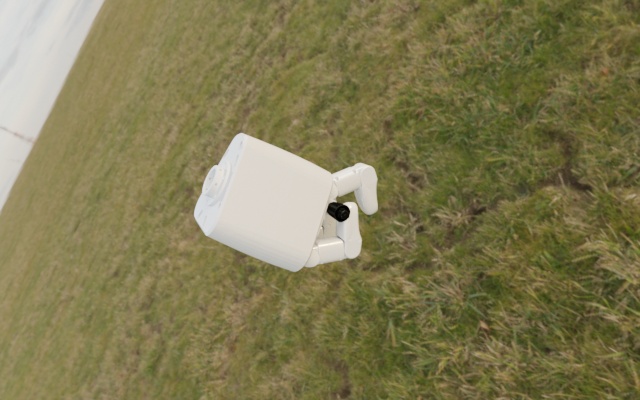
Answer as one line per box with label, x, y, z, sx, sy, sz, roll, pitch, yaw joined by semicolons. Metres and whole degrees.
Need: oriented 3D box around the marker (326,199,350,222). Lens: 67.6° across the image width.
marker;0.000;0.002;0.536;0.020;0.020;0.121;0;12;-24
